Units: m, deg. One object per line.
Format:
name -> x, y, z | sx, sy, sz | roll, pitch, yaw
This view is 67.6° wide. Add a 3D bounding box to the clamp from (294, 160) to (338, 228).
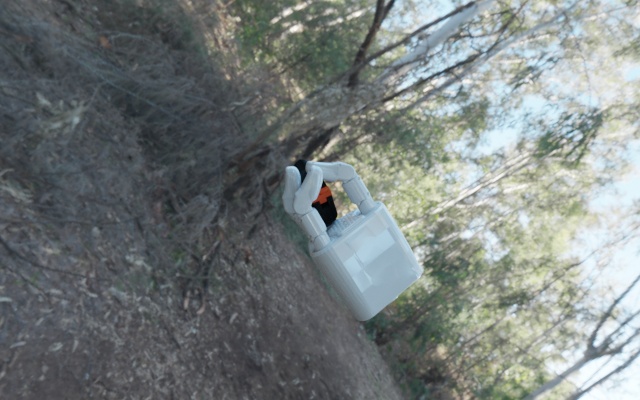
clamp -> 0.001, 0.002, 0.665 | 0.039, 0.120, 0.171 | -31, 10, 1
